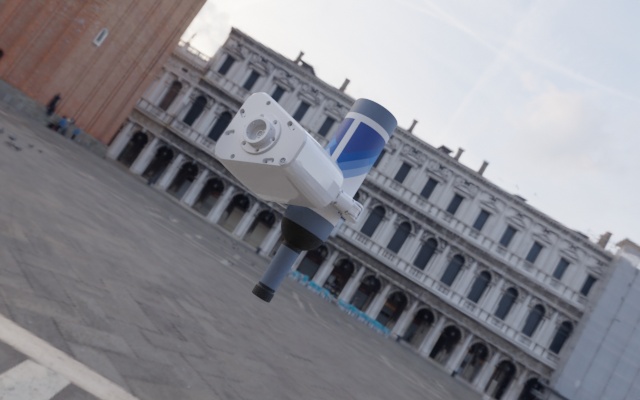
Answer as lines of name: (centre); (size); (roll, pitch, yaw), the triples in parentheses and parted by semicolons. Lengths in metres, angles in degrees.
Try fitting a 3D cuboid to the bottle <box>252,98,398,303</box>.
bottle: (0.000, 0.002, 0.637); (0.069, 0.295, 0.069); (32, -8, 5)
